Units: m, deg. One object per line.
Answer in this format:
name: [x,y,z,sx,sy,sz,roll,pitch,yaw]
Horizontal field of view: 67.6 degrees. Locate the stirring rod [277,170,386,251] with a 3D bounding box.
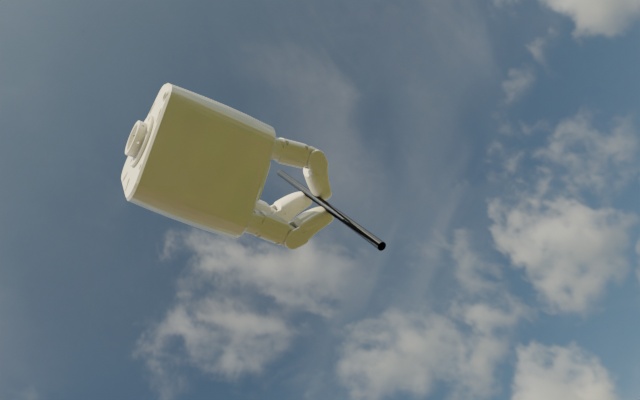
stirring rod: [0.000,0.002,0.498,0.011,0.011,0.239,0,18,-26]
